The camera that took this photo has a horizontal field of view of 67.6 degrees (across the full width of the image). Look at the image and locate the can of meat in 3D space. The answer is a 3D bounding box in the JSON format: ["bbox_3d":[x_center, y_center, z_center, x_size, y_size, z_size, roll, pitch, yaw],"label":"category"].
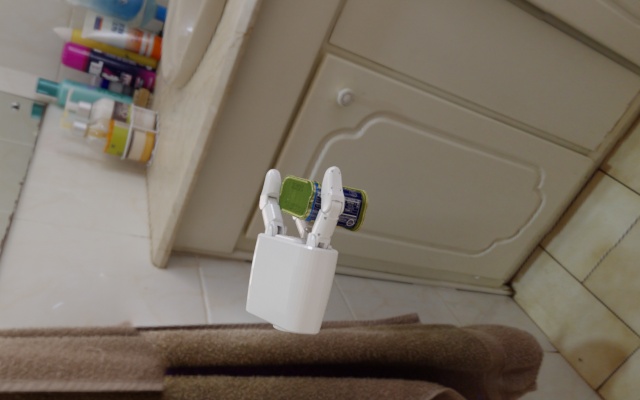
[{"bbox_3d":[0.000,0.002,0.642,0.084,0.057,0.102,12,2,-29],"label":"can of meat"}]
